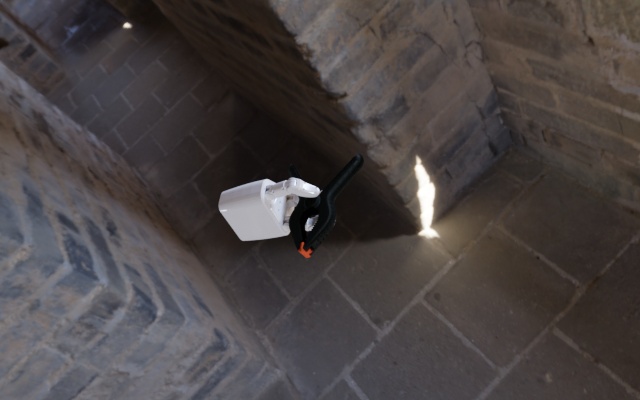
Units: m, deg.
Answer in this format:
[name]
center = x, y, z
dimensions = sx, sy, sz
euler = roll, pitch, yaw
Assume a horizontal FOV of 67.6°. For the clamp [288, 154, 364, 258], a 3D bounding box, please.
[clamp]
center = -0.001, 0.003, 0.878
dimensions = 0.164, 0.209, 0.036
euler = -13, -37, 27
